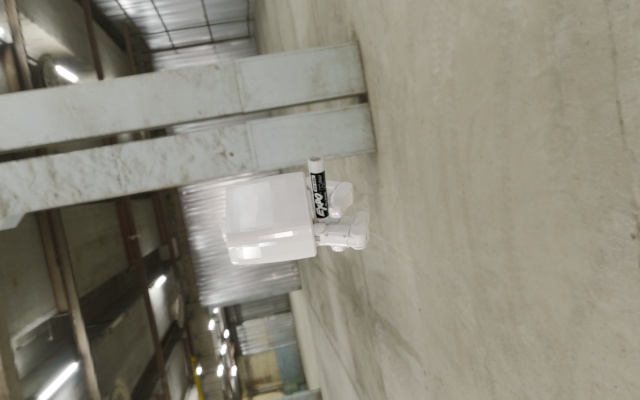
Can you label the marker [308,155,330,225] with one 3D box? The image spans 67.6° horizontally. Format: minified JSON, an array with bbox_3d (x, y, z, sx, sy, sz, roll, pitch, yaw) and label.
[{"bbox_3d":[0.000,0.002,0.583,0.020,0.121,0.020,-5,32,3],"label":"marker"}]
